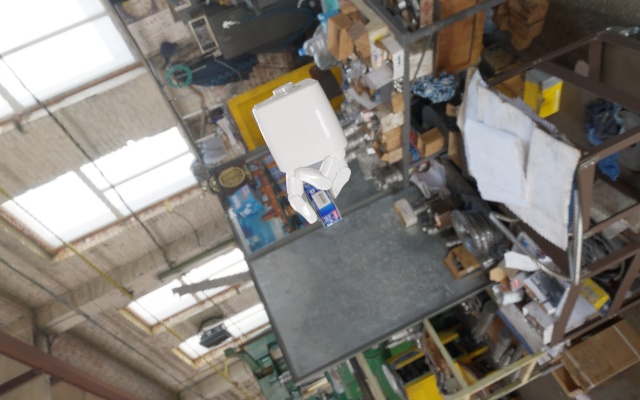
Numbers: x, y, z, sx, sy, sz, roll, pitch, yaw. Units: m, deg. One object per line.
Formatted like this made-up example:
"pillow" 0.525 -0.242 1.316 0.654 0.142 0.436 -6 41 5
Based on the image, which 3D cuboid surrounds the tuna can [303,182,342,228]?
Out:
"tuna can" 0.000 0.003 0.798 0.034 0.086 0.086 -31 2 -4
